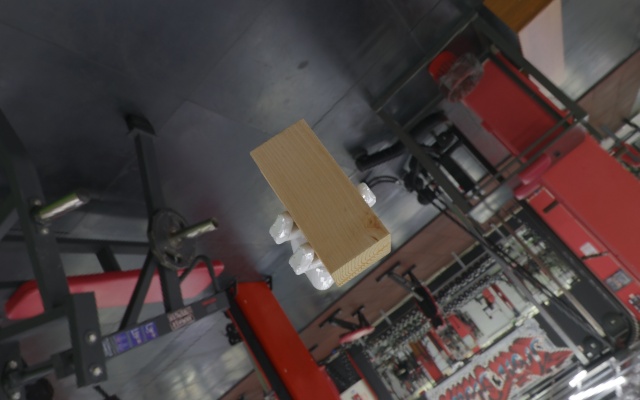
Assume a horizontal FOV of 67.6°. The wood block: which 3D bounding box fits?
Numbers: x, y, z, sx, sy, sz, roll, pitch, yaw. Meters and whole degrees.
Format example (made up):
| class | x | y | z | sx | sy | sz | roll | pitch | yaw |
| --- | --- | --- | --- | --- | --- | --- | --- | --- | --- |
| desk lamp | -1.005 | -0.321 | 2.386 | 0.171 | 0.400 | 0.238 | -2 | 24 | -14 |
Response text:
| class | x | y | z | sx | sy | sz | roll | pitch | yaw |
| --- | --- | --- | --- | --- | --- | --- | --- | --- | --- |
| wood block | 0.000 | 0.002 | 0.658 | 0.091 | 0.206 | 0.090 | -34 | -22 | -5 |
